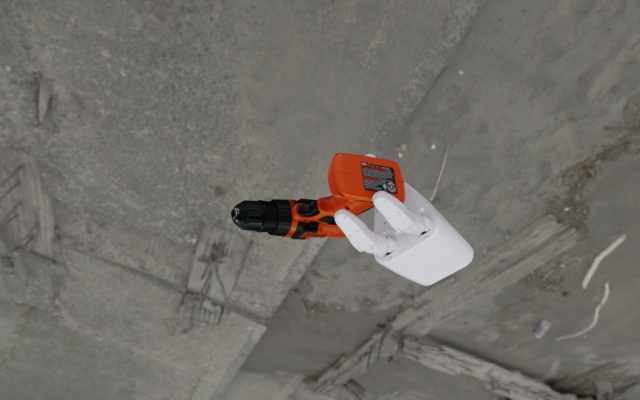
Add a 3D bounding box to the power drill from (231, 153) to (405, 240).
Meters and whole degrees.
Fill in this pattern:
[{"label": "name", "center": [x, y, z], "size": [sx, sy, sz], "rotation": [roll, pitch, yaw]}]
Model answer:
[{"label": "power drill", "center": [0.001, 0.002, 0.609], "size": [0.184, 0.057, 0.188], "rotation": [4, -20, -32]}]
